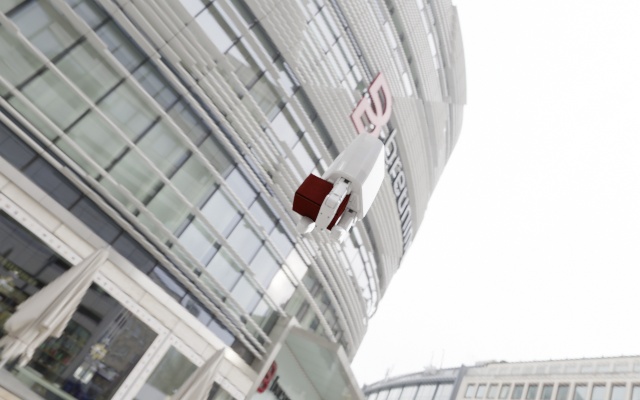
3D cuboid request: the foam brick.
[{"bbox_3d":[0.000,0.002,0.781,0.078,0.051,0.053,28,-34,7],"label":"foam brick"}]
